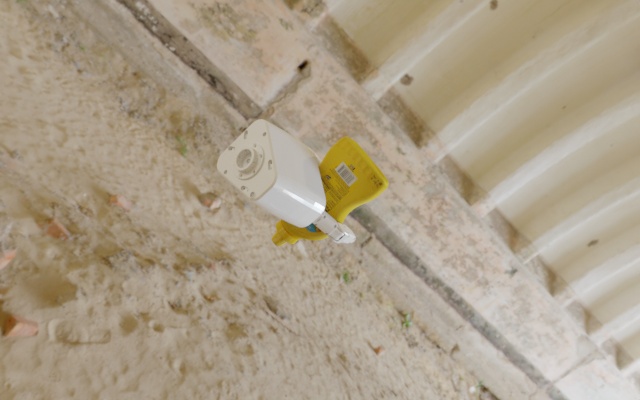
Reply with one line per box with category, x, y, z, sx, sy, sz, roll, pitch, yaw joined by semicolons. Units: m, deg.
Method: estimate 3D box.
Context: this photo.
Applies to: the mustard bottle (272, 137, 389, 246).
mustard bottle;0.000;0.002;0.706;0.192;0.096;0.058;-42;-12;14
